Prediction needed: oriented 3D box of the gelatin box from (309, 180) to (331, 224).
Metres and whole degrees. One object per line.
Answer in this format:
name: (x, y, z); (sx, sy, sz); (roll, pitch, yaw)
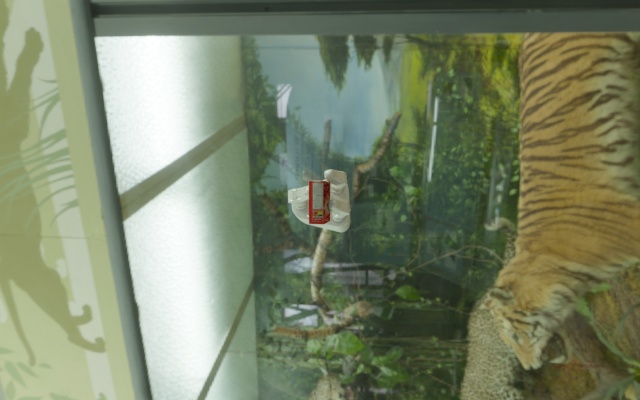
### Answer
gelatin box: (0.000, 0.003, 0.831); (0.030, 0.073, 0.089); (1, 1, 8)
